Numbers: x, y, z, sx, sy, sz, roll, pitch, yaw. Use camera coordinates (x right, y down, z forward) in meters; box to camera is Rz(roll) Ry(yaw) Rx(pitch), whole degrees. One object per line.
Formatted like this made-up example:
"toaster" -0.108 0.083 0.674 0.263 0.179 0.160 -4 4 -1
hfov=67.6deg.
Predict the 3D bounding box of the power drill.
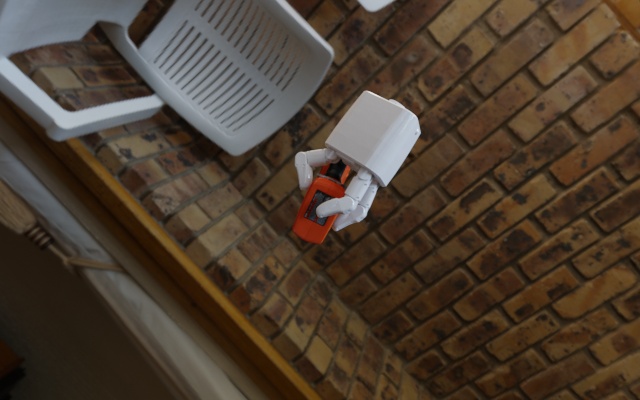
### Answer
"power drill" 0.000 0.003 0.817 0.057 0.184 0.187 23 19 -2
